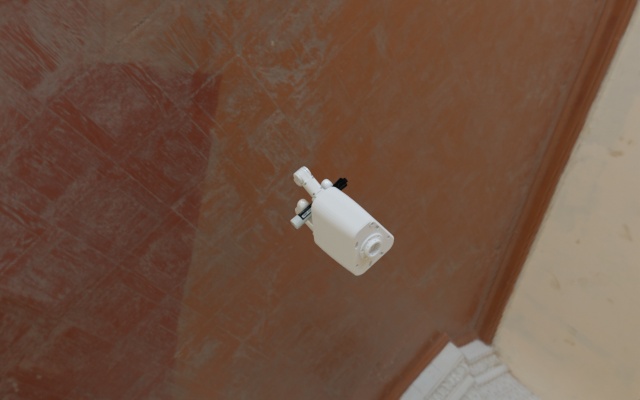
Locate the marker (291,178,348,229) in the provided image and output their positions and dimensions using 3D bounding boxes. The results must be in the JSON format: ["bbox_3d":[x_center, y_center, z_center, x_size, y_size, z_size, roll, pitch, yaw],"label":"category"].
[{"bbox_3d":[0.000,0.003,0.814,0.121,0.020,0.020,-41,10,-12],"label":"marker"}]
